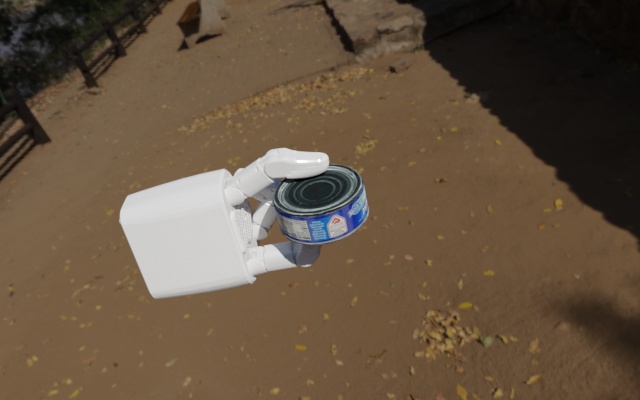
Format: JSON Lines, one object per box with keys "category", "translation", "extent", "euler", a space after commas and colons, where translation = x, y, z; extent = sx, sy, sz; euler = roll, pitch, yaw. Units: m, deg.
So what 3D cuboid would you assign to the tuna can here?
{"category": "tuna can", "translation": [0.000, 0.001, 0.440], "extent": [0.086, 0.034, 0.086], "euler": [-9, 33, 6]}
